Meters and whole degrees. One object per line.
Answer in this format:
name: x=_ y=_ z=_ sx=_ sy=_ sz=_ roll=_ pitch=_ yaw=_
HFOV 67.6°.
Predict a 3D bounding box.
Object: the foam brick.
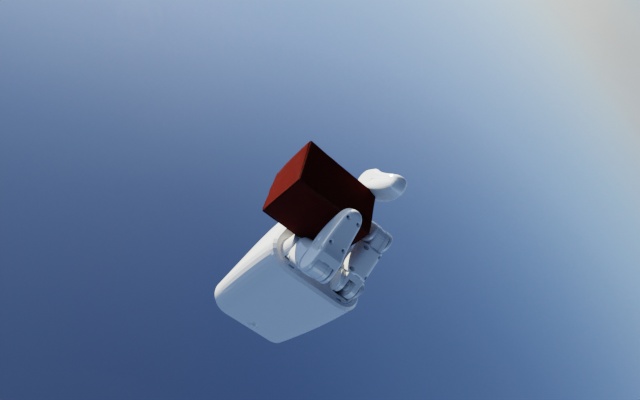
foam brick: x=0.000 y=0.001 z=0.401 sx=0.078 sy=0.053 sz=0.051 roll=38 pitch=-51 yaw=-20
